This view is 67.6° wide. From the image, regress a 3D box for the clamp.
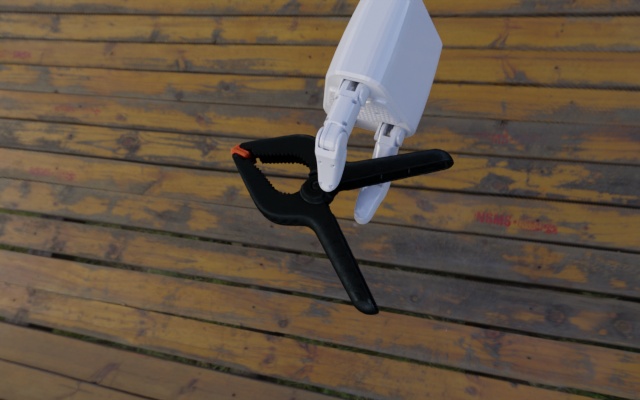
[{"bbox_3d":[-0.001,0.001,0.454,0.210,0.164,0.036,18,-14,18],"label":"clamp"}]
